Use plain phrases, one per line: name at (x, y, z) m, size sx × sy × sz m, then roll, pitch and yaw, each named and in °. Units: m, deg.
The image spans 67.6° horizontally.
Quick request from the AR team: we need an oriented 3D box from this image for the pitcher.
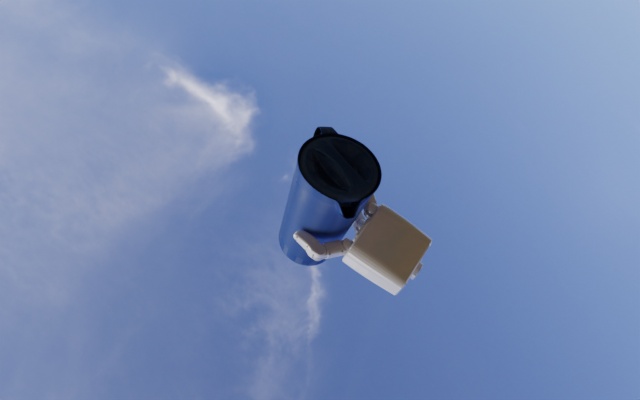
pitcher at (0.000, 0.003, 0.818) m, size 0.145 × 0.149 × 0.243 m, roll 34°, pitch -38°, yaw 7°
